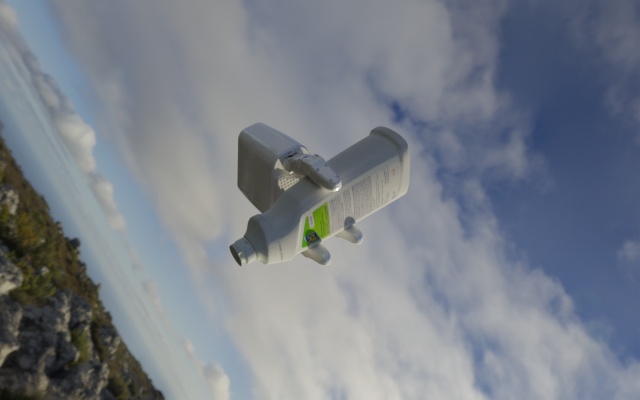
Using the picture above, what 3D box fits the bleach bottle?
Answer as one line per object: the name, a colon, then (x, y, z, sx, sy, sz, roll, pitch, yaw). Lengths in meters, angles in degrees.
bleach bottle: (0.000, 0.002, 0.600, 0.251, 0.103, 0.068, -29, 43, -24)
